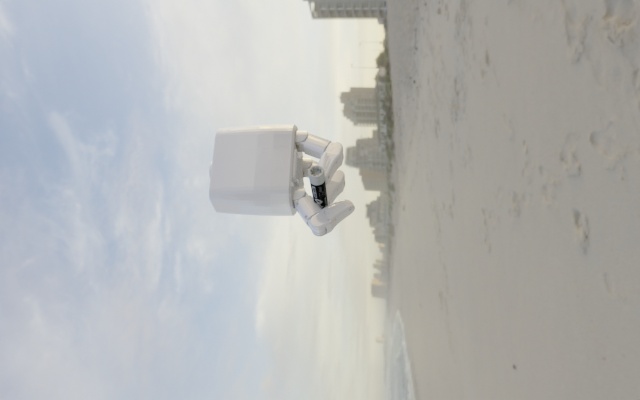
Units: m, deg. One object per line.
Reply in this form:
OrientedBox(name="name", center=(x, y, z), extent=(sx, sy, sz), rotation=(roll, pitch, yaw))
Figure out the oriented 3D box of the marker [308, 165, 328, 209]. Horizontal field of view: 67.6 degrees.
OrientedBox(name="marker", center=(0.000, 0.002, 0.593), extent=(0.020, 0.020, 0.121), rotation=(0, -36, 6))
